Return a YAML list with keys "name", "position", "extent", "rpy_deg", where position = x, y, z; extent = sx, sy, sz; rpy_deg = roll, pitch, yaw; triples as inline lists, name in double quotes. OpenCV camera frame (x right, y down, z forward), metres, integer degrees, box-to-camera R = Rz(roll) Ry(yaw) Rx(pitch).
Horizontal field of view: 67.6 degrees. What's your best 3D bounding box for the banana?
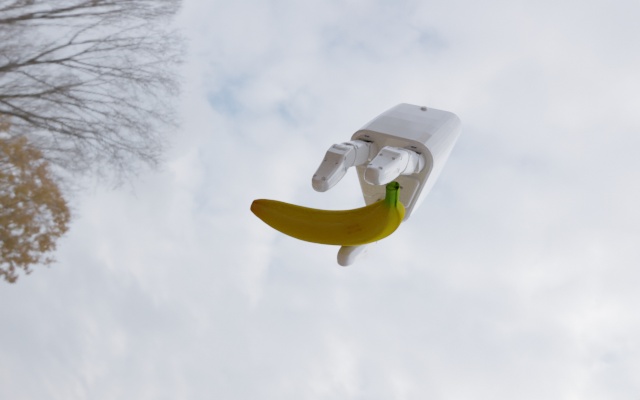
- name: "banana"
  position: [0.011, 0.017, 0.482]
  extent: [0.198, 0.070, 0.037]
  rpy_deg: [-8, 28, 42]
